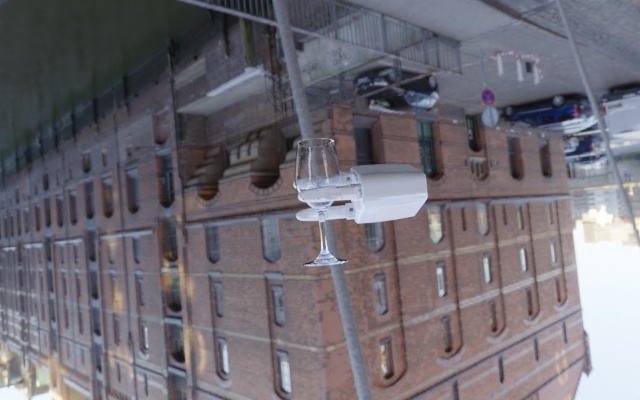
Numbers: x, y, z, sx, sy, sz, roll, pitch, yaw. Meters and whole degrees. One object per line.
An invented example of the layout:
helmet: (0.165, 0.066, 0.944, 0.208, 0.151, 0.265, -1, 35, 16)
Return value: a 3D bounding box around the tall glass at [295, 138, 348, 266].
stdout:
tall glass: (0.000, 0.003, 0.779, 0.079, 0.201, 0.079, -5, -3, 0)
